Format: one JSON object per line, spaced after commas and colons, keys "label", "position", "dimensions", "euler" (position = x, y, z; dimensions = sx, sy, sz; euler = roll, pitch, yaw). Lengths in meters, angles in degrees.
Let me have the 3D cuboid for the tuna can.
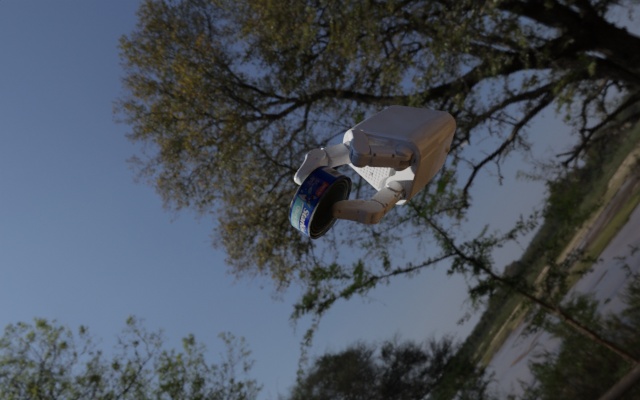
{"label": "tuna can", "position": [0.000, 0.002, 0.574], "dimensions": [0.033, 0.086, 0.086], "euler": [31, 12, 21]}
